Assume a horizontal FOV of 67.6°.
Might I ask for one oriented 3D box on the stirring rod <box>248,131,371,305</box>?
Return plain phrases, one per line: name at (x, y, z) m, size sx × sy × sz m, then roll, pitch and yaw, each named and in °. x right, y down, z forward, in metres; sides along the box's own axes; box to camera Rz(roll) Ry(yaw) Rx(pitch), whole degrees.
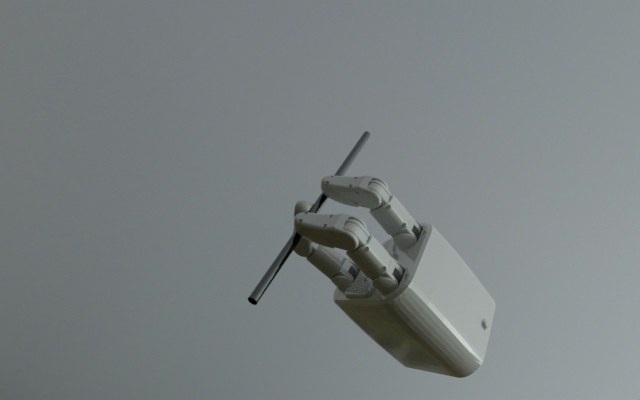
stirring rod at (0.000, 0.002, 0.432) m, size 0.011 × 0.011 × 0.239 m, roll 0°, pitch 37°, yaw 31°
